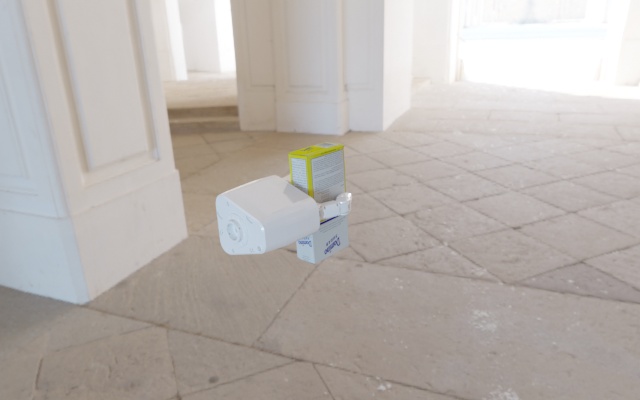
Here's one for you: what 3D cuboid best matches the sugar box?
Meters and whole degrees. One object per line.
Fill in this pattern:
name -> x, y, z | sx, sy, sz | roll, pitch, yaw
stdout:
sugar box -> 0.000, 0.002, 0.762 | 0.048, 0.176, 0.093 | 15, 25, 38
